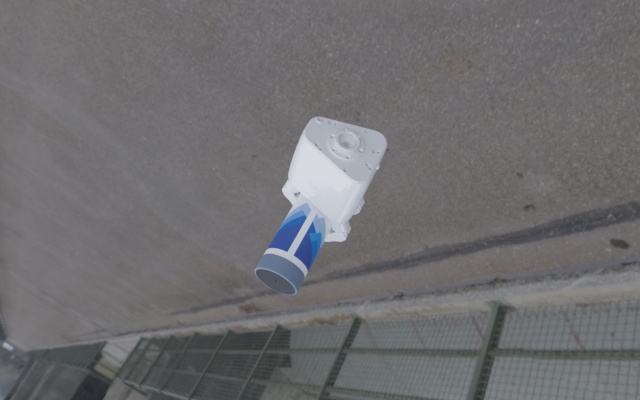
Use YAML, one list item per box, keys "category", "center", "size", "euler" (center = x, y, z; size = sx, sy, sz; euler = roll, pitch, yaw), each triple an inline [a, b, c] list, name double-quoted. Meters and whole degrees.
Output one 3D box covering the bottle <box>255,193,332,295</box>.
- category: "bottle"
  center: [0.000, 0.003, 0.732]
  size: [0.069, 0.295, 0.069]
  euler: [21, -32, 14]
